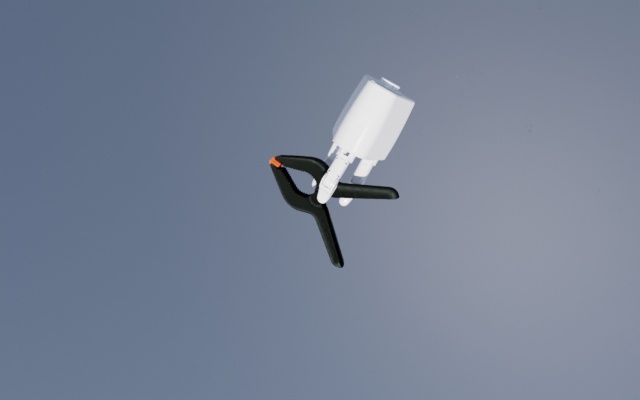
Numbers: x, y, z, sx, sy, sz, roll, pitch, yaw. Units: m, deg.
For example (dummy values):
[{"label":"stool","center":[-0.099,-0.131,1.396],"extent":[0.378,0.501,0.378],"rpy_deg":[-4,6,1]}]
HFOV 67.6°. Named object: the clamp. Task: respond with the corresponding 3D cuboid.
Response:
[{"label":"clamp","center":[0.000,0.002,0.784],"extent":[0.210,0.164,0.036],"rpy_deg":[31,17,6]}]
